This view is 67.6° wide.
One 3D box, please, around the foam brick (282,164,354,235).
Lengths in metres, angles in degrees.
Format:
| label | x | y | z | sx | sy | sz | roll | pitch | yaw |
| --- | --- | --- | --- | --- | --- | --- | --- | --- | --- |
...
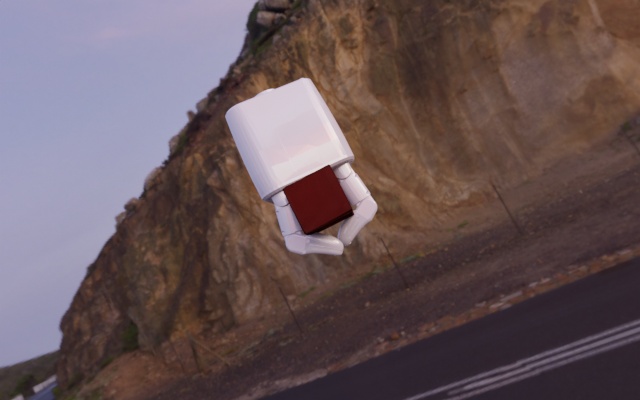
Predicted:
| label | x | y | z | sx | sy | sz | roll | pitch | yaw |
| --- | --- | --- | --- | --- | --- | --- | --- | --- | --- |
| foam brick | 0.000 | 0.002 | 0.487 | 0.053 | 0.051 | 0.078 | -27 | -6 | 2 |
